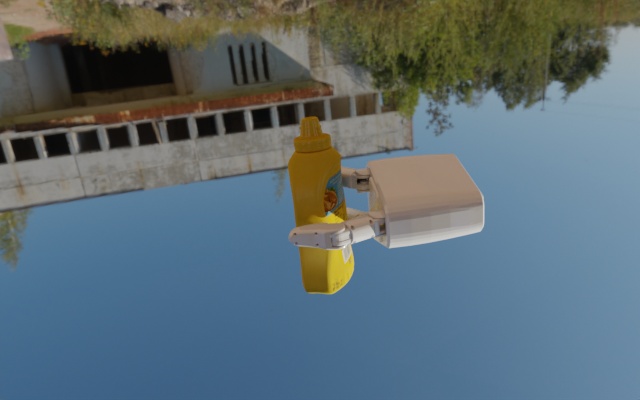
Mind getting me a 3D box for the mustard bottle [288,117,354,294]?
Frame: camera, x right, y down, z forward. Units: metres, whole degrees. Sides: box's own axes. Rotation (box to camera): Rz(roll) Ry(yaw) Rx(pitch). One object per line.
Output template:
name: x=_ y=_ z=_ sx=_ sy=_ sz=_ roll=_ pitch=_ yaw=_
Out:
mustard bottle: x=0.000 y=0.002 z=0.541 sx=0.058 sy=0.192 sz=0.096 roll=0 pitch=20 yaw=19
